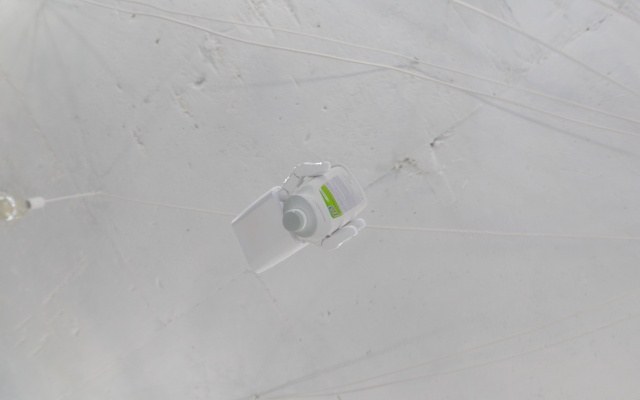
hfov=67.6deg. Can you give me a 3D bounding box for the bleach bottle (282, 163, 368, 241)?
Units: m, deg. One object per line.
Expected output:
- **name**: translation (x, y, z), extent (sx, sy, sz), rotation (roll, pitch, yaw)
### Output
- **bleach bottle**: translation (0.000, 0.003, 0.761), extent (0.068, 0.102, 0.251), rotation (-37, -5, 22)
